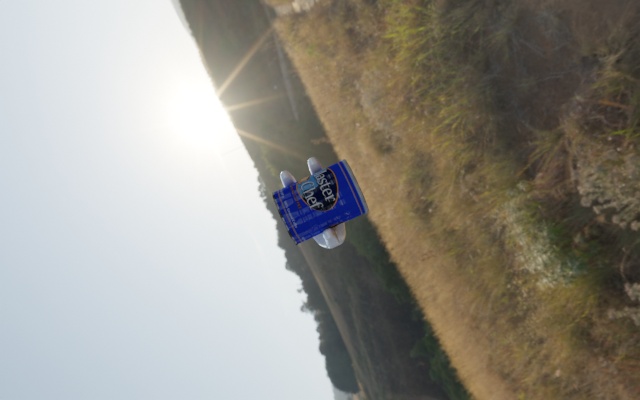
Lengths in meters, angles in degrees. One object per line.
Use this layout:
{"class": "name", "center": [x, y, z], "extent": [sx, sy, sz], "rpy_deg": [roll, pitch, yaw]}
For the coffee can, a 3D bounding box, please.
{"class": "coffee can", "center": [0.000, 0.003, 0.837], "extent": [0.140, 0.103, 0.103], "rpy_deg": [-25, 0, 1]}
